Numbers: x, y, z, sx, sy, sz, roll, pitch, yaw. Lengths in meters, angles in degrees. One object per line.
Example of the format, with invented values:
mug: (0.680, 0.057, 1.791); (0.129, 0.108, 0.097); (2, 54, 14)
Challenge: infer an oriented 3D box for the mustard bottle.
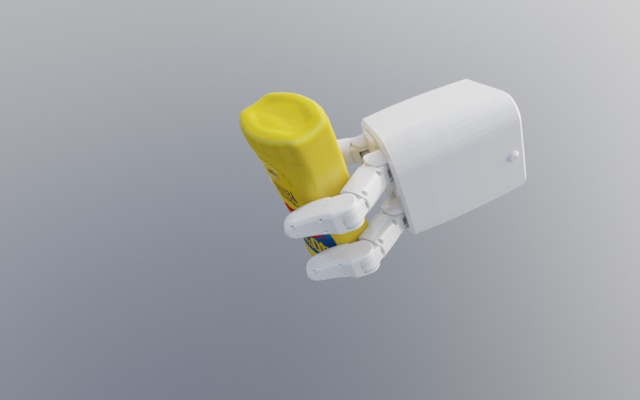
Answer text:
mustard bottle: (0.000, 0.001, 0.423); (0.058, 0.192, 0.096); (-39, 41, -16)
